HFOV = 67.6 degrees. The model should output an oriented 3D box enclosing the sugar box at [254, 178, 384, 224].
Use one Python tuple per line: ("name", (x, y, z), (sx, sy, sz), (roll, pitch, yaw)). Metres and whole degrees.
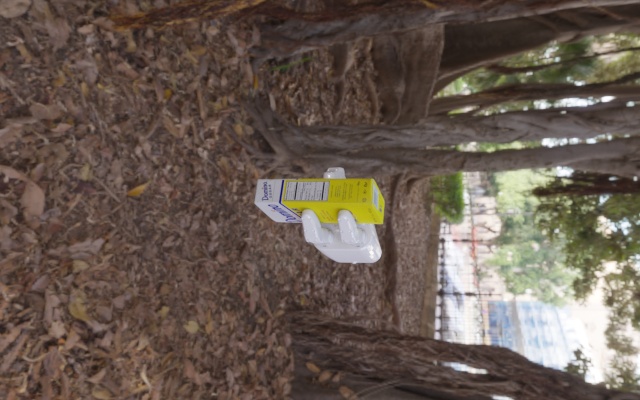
("sugar box", (0.000, 0.003, 0.711), (0.176, 0.048, 0.093), (-2, -22, 17))
